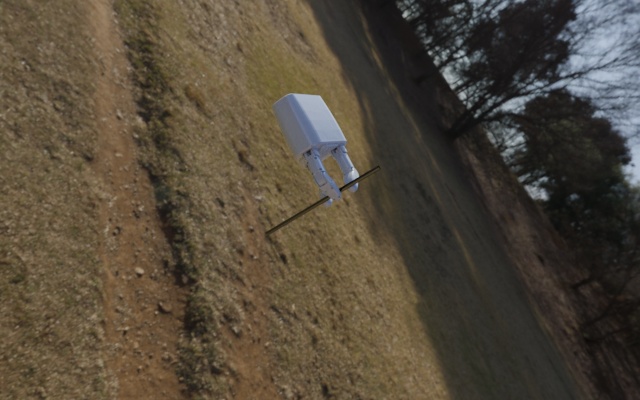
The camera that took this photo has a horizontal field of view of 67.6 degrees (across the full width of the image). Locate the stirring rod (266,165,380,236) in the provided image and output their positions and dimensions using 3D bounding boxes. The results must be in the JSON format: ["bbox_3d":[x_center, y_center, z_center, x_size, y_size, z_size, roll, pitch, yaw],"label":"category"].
[{"bbox_3d":[0.000,0.003,0.834,0.239,0.011,0.011,-31,-11,19],"label":"stirring rod"}]
